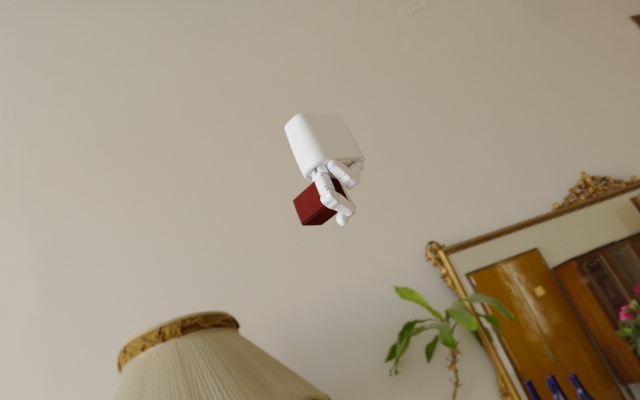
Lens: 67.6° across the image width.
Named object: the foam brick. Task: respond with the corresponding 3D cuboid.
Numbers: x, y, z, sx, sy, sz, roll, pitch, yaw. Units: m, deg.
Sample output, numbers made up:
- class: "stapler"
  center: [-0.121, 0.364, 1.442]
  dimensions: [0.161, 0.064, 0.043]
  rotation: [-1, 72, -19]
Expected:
- class: "foam brick"
  center: [0.000, 0.003, 0.830]
  dimensions: [0.078, 0.051, 0.053]
  rotation: [-40, -27, 31]
